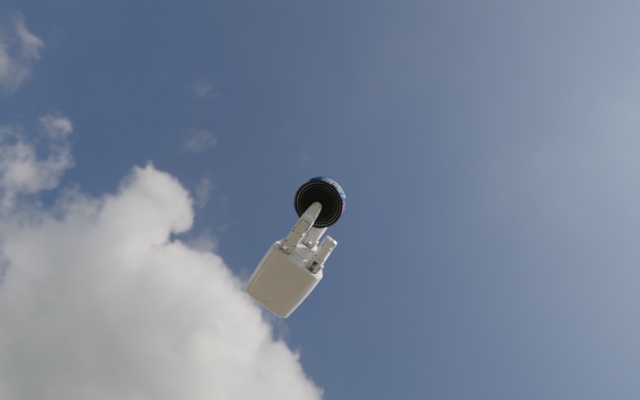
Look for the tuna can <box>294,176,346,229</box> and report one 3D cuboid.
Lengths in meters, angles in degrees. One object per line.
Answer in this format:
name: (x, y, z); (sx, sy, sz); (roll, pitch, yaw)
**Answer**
tuna can: (0.000, 0.002, 0.820); (0.086, 0.086, 0.033); (0, 16, 16)
